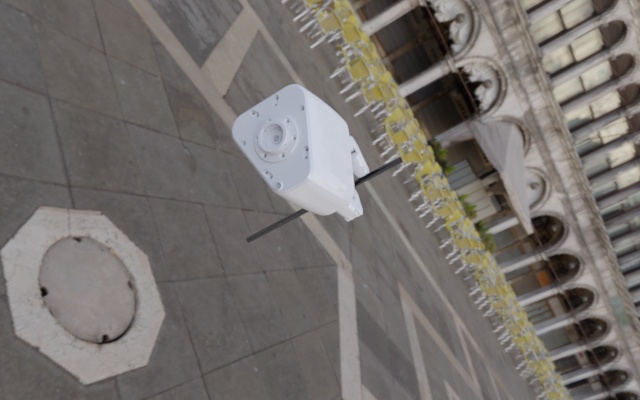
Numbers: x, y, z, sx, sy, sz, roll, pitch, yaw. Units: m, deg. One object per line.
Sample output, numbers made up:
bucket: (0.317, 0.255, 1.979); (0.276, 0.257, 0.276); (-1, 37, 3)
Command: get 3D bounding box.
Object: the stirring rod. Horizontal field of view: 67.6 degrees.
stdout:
stirring rod: (0.000, 0.002, 0.635); (0.239, 0.011, 0.011); (-28, -9, 17)
